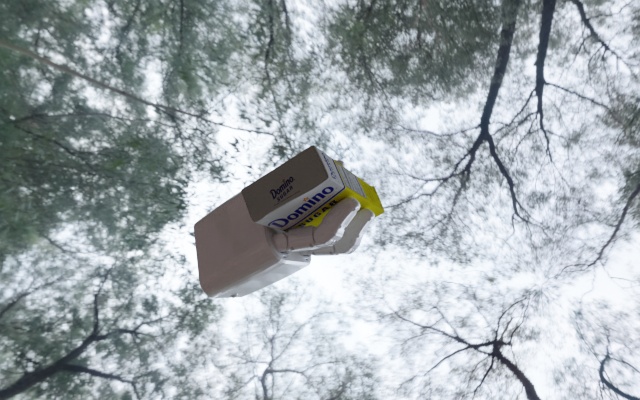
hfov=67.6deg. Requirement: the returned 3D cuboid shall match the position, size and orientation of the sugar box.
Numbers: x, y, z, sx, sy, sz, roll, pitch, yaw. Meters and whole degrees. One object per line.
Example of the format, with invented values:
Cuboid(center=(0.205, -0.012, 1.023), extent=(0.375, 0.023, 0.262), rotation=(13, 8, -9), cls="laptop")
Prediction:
Cuboid(center=(0.000, 0.002, 0.537), extent=(0.093, 0.048, 0.176), rotation=(-30, -20, 17), cls="sugar box")
